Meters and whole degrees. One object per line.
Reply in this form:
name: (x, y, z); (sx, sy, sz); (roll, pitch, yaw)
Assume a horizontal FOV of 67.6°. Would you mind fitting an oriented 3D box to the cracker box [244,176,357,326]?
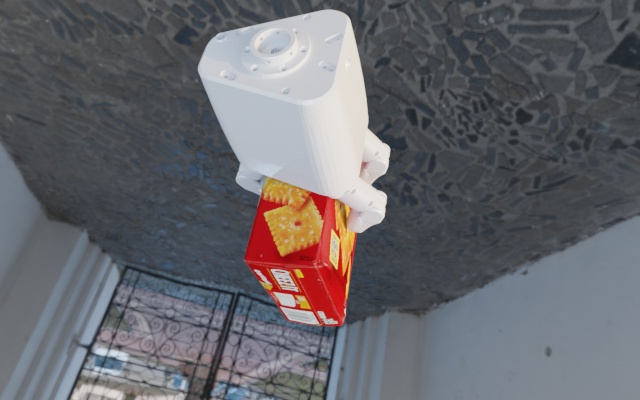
cracker box: (0.000, 0.002, 0.492); (0.072, 0.213, 0.164); (4, -30, 14)
